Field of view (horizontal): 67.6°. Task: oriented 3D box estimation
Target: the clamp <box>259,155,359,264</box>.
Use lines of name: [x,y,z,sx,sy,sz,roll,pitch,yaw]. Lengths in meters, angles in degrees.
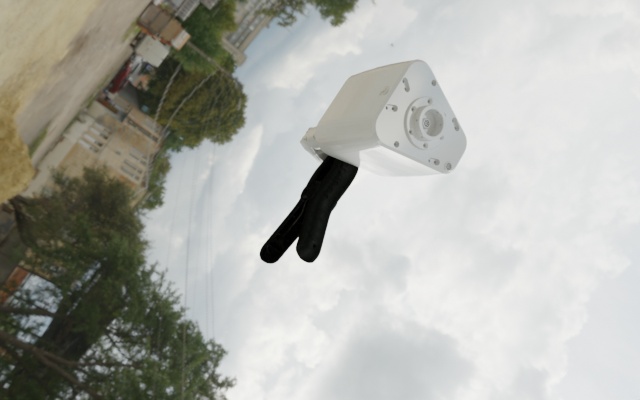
clamp: [0.001,0.002,0.526,0.039,0.171,0.120,37,-13,-24]
